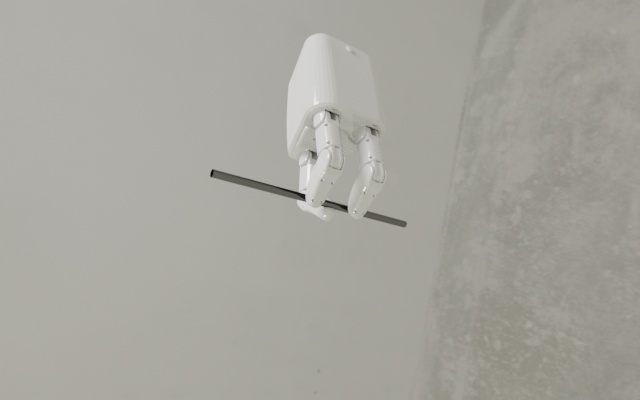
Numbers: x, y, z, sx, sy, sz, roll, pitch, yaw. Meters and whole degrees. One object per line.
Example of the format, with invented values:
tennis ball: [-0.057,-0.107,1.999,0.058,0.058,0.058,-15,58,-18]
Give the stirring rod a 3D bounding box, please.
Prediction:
stirring rod: [0.000,0.002,0.496,0.239,0.011,0.011,15,-8,-32]
